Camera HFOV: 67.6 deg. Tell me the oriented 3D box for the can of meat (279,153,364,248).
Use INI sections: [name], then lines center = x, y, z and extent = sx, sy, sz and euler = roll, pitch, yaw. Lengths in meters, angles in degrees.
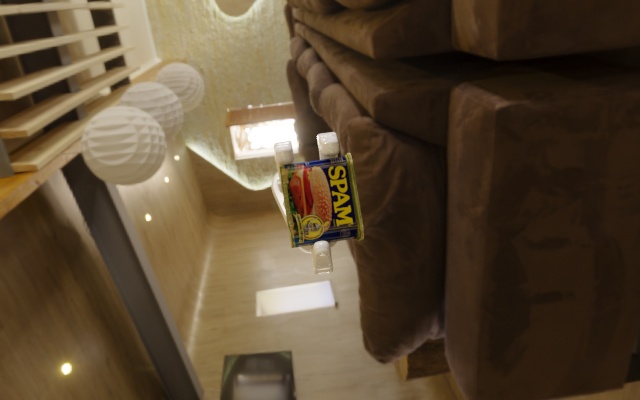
[can of meat]
center = 0.000, 0.002, 0.557
extent = 0.084, 0.102, 0.057
euler = -8, -7, -3
